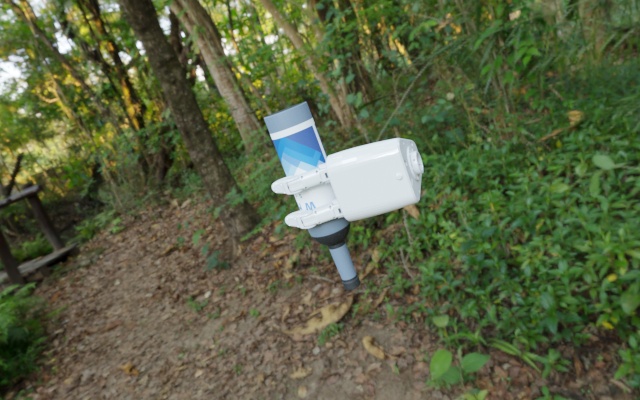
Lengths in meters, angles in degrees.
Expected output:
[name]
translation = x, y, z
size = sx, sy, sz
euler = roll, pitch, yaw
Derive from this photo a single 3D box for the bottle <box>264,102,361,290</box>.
[bottle]
translation = 0.000, 0.002, 0.724
size = 0.069, 0.296, 0.069
euler = -20, 14, 5
